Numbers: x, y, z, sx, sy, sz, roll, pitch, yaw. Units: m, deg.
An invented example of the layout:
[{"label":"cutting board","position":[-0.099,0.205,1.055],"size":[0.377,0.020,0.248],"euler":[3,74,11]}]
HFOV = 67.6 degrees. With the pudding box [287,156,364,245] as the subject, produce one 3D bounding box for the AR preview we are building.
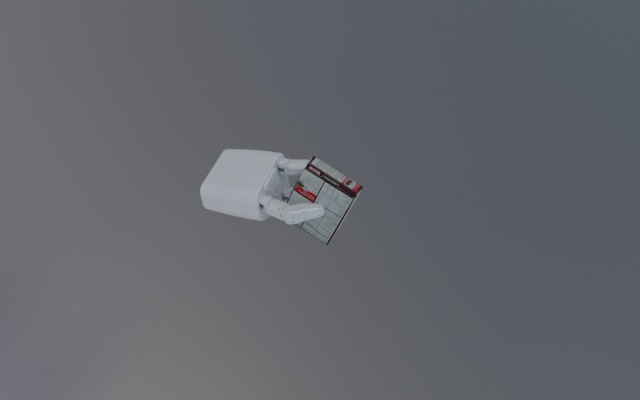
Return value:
[{"label":"pudding box","position":[0.000,0.002,0.726],"size":[0.090,0.114,0.039],"euler":[32,41,4]}]
